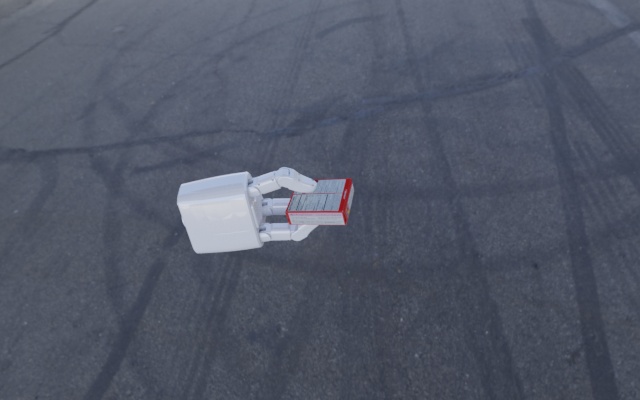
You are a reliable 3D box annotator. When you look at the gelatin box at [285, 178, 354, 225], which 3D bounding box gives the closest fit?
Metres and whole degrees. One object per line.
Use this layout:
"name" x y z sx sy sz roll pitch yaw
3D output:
"gelatin box" 0.000 0.002 0.703 0.089 0.030 0.073 -2 42 17
